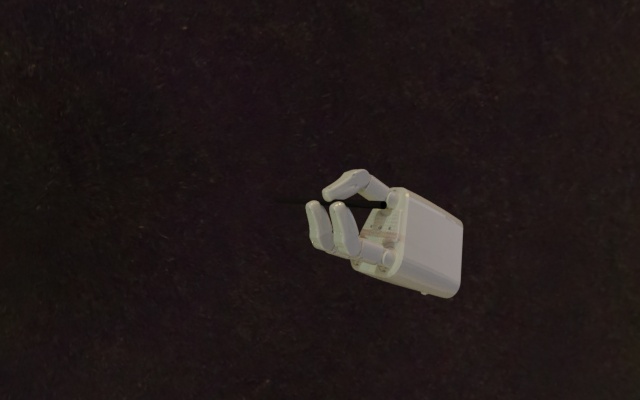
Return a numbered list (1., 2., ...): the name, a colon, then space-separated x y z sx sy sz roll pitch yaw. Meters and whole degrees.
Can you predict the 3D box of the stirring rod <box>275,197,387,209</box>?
1. stirring rod: 0.000 0.002 0.557 0.011 0.011 0.239 0 1 -30
